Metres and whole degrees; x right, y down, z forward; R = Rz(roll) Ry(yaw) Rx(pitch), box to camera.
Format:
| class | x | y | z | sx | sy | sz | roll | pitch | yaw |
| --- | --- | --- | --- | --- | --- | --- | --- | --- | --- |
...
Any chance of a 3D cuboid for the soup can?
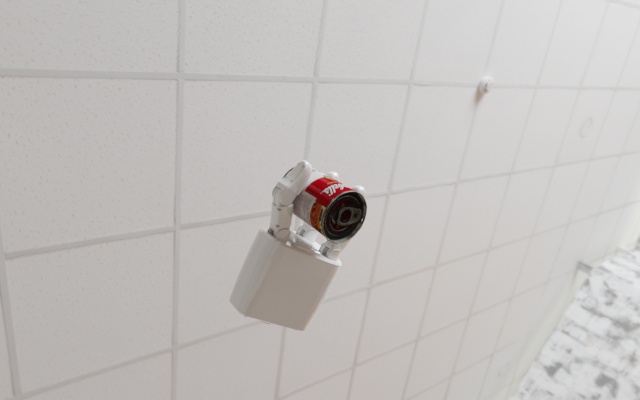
| class | x | y | z | sx | sy | sz | roll | pitch | yaw |
| --- | --- | --- | --- | --- | --- | --- | --- | --- | --- |
| soup can | 0.000 | 0.001 | 0.602 | 0.068 | 0.068 | 0.102 | 0 | 22 | -39 |
